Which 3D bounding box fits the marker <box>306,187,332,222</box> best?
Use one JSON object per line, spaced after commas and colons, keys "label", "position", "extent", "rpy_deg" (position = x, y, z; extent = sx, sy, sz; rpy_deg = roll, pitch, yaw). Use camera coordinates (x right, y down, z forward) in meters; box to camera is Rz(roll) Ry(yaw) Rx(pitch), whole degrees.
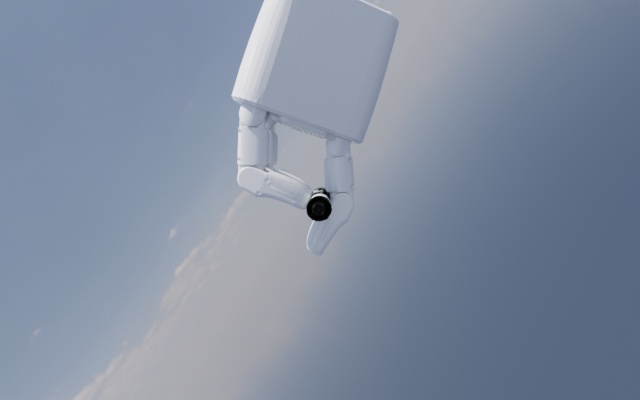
{"label": "marker", "position": [0.000, 0.001, 0.401], "extent": [0.020, 0.020, 0.121], "rpy_deg": [0, 5, 1]}
